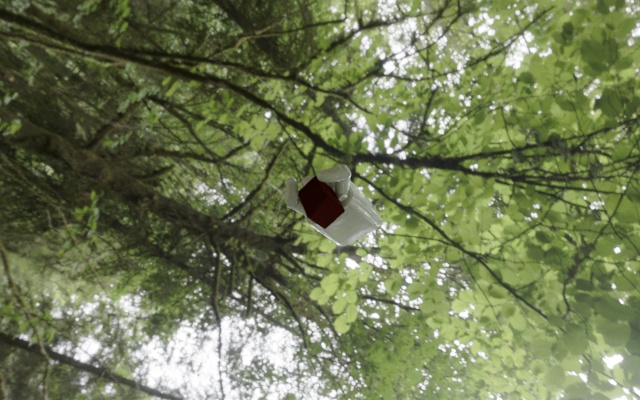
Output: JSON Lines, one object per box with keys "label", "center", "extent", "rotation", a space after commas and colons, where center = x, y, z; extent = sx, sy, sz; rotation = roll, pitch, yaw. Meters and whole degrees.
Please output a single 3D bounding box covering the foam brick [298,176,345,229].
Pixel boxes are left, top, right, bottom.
{"label": "foam brick", "center": [0.000, 0.003, 0.867], "extent": [0.051, 0.053, 0.078], "rotation": [38, 16, -36]}
